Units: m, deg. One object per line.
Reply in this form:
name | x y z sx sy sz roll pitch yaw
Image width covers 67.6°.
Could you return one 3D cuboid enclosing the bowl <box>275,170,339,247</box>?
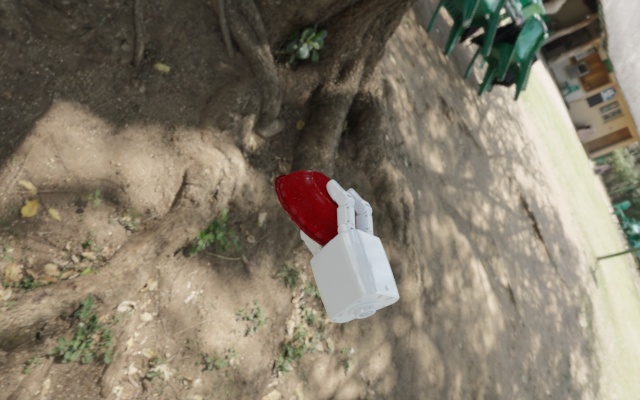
bowl | 0.000 0.001 0.801 0.055 0.162 0.162 -42 -17 19
